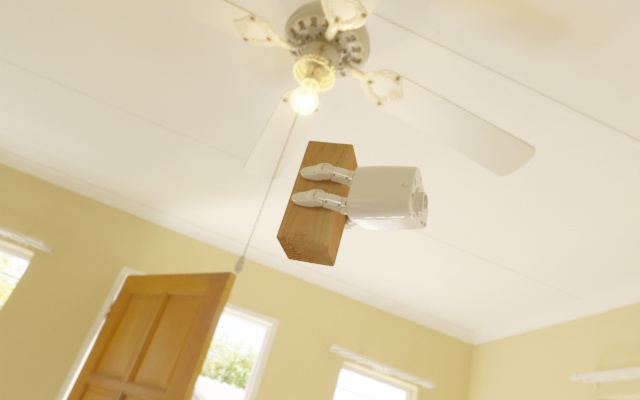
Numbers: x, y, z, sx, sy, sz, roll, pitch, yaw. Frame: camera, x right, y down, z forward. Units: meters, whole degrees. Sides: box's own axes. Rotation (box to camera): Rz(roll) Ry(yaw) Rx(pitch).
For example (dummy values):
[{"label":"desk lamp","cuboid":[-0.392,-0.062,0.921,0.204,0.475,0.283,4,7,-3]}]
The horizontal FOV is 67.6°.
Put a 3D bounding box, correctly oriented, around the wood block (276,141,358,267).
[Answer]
[{"label":"wood block","cuboid":[0.001,0.003,0.864,0.090,0.206,0.091,7,-31,17]}]
